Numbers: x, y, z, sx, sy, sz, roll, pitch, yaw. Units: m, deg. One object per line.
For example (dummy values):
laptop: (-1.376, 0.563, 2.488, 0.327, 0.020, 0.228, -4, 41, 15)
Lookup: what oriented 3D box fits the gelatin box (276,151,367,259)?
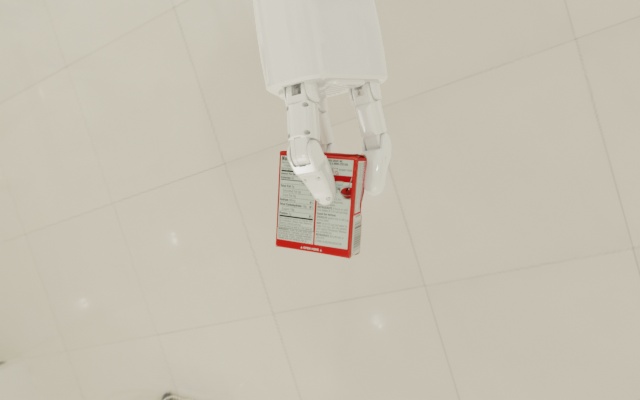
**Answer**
gelatin box: (0.000, 0.002, 0.423, 0.073, 0.089, 0.030, 6, 7, 22)
